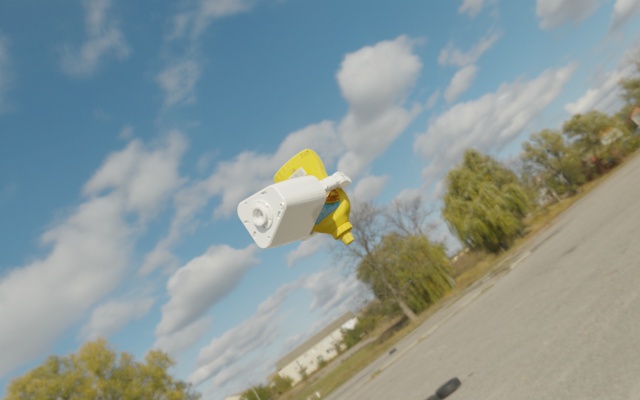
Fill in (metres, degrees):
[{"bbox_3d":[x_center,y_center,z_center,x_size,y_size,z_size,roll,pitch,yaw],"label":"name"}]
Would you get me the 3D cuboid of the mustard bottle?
[{"bbox_3d":[0.000,0.003,0.899,0.096,0.191,0.058,-40,-15,11],"label":"mustard bottle"}]
